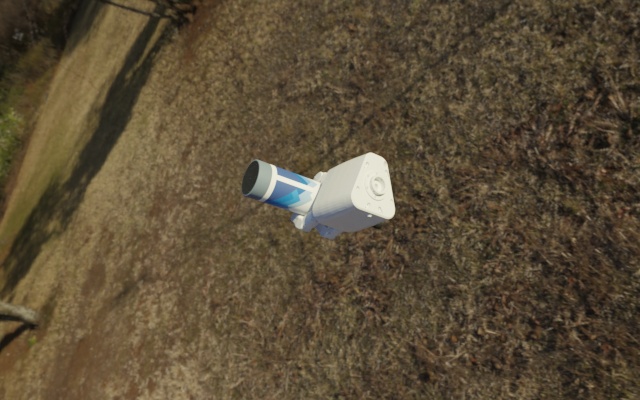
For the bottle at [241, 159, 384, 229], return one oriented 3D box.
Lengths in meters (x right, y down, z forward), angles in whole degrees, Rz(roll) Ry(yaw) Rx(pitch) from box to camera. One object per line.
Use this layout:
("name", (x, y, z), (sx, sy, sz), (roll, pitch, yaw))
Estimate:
("bottle", (0.000, 0.003, 0.888), (0.296, 0.069, 0.069), (19, -10, -30))
